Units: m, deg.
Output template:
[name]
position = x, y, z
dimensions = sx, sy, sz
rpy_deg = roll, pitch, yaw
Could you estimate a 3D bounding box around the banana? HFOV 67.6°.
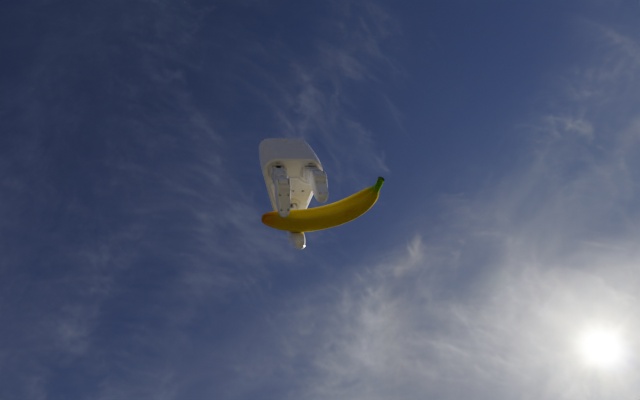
[banana]
position = 0.008, 0.015, 0.751
dimensions = 0.198, 0.070, 0.037
rpy_deg = -19, 37, 1
